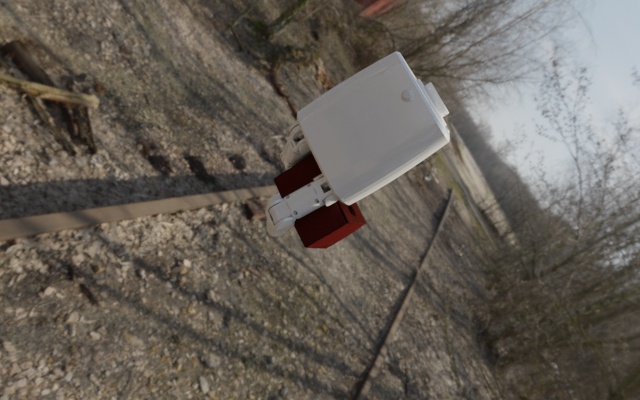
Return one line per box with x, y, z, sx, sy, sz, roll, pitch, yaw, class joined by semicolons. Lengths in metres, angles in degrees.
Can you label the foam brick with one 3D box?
0.000;0.002;0.466;0.051;0.078;0.053;-31;-15;18;foam brick
